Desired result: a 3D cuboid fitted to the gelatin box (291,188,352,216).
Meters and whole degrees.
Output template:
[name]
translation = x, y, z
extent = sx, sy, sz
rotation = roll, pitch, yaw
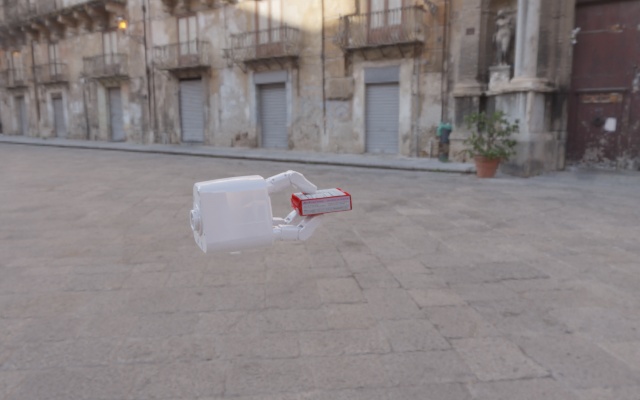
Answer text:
[gelatin box]
translation = 0.000, 0.002, 0.804
extent = 0.089, 0.030, 0.073
rotation = -7, 11, -13
